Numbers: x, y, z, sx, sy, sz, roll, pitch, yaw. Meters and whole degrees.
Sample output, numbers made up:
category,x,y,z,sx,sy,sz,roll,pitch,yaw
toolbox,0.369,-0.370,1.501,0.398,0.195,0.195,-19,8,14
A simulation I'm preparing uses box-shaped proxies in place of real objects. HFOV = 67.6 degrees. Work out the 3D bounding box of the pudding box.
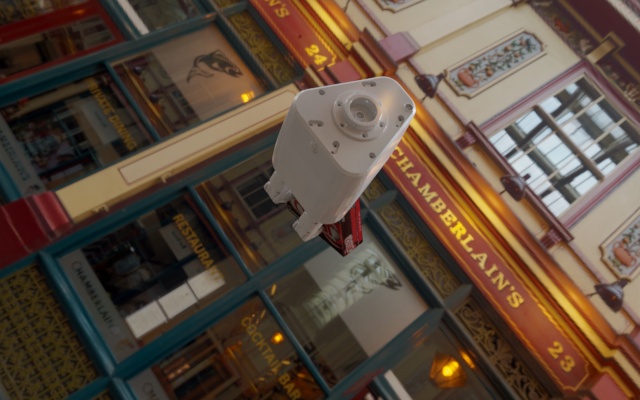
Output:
category,x,y,z,sx,sy,sz,roll,pitch,yaw
pudding box,0.000,0.002,0.572,0.039,0.090,0.113,-33,50,-22
